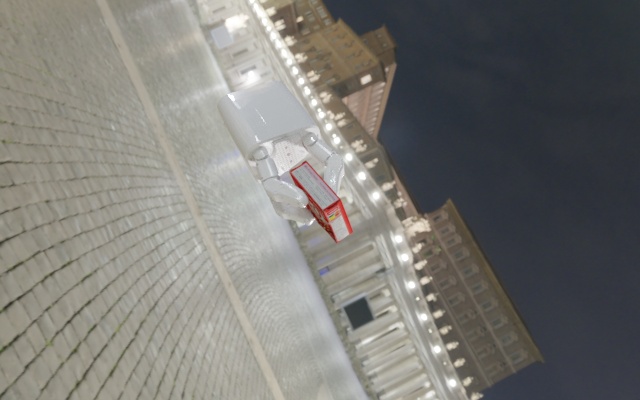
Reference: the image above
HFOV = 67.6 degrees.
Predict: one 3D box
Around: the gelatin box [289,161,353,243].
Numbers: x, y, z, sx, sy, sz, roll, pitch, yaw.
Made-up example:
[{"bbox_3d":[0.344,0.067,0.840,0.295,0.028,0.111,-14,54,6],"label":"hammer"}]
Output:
[{"bbox_3d":[0.001,0.002,0.615,0.030,0.089,0.073,-34,-39,-9],"label":"gelatin box"}]
